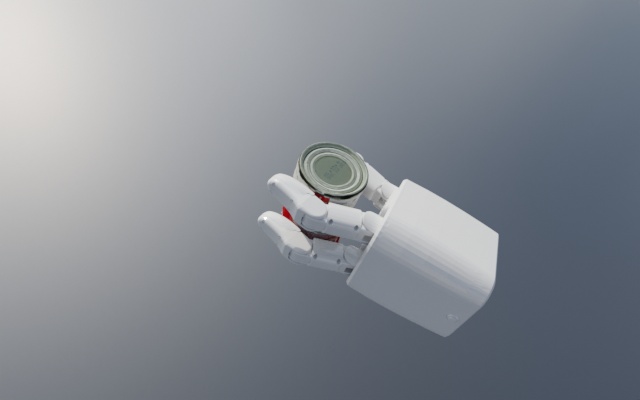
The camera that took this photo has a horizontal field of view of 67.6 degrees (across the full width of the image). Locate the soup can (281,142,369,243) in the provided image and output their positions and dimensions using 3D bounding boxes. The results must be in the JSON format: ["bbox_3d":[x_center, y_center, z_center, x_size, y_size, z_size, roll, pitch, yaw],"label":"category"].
[{"bbox_3d":[0.000,0.001,0.465,0.068,0.068,0.102,0,-37,-18],"label":"soup can"}]
